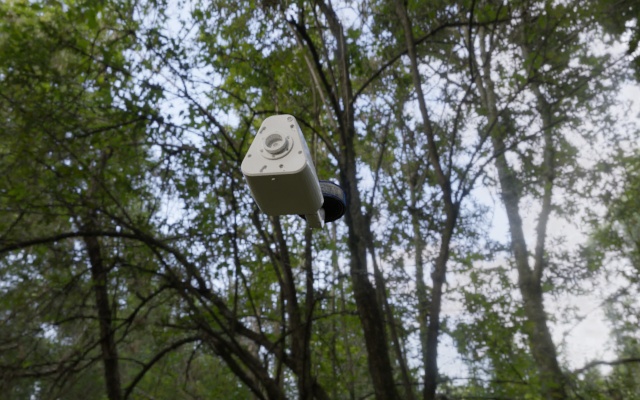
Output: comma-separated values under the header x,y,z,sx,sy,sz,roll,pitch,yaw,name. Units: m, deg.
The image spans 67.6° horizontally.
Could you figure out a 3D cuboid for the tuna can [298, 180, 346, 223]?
x,y,z,sx,sy,sz,roll,pitch,yaw,name
0.000,0.002,0.813,0.086,0.033,0.086,0,-35,0,tuna can
